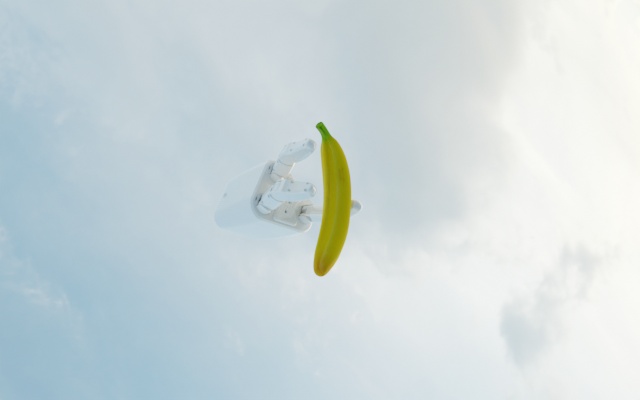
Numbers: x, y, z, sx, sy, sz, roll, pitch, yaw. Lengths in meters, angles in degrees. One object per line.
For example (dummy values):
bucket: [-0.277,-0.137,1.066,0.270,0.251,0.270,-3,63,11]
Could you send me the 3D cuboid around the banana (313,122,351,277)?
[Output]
banana: [0.013,0.002,0.623,0.037,0.197,0.069,-13,-18,41]
